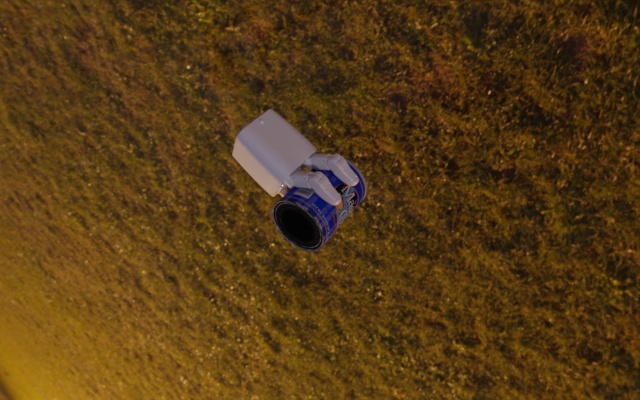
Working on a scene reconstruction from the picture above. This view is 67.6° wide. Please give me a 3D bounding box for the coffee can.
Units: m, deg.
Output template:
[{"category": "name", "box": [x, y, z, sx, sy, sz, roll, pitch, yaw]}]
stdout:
[{"category": "coffee can", "box": [0.000, 0.003, 0.806, 0.103, 0.103, 0.140, 0, 35, 41]}]
